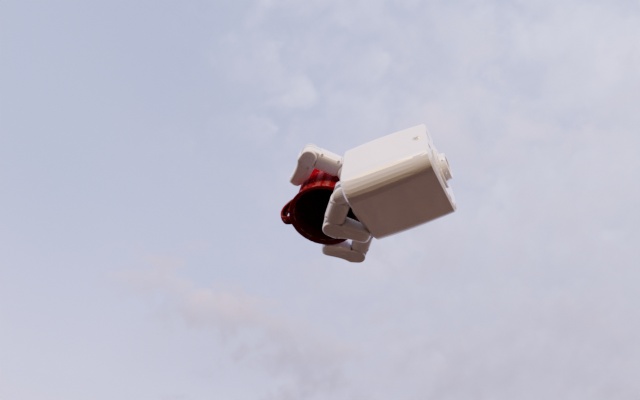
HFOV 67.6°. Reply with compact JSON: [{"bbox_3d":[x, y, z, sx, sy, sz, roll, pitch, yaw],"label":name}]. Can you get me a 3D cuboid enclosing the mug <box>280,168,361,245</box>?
[{"bbox_3d":[-0.001,0.003,0.645,0.117,0.093,0.081,-20,28,21],"label":"mug"}]
